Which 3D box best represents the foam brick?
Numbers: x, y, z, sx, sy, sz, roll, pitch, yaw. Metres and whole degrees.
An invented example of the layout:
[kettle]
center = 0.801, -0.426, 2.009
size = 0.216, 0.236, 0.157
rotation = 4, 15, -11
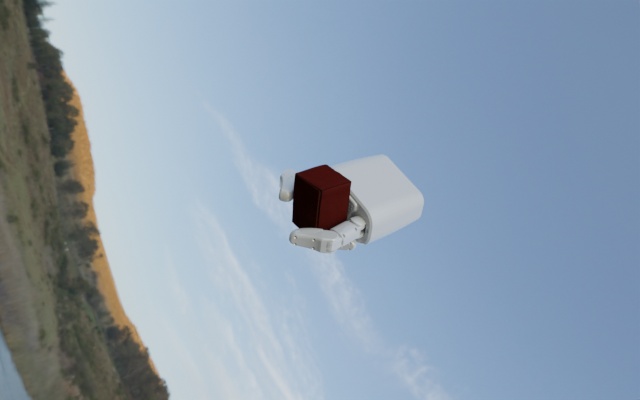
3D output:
[foam brick]
center = 0.000, 0.002, 0.608
size = 0.051, 0.078, 0.053
rotation = -20, 41, -34
